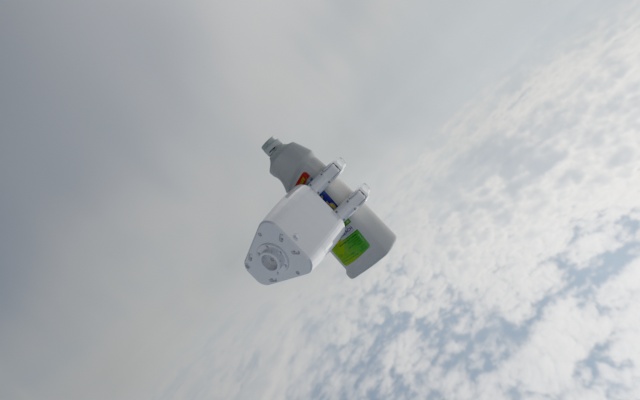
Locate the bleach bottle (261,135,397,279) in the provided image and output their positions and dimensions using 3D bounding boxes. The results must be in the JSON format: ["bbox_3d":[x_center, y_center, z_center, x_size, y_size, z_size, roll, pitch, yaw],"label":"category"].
[{"bbox_3d":[0.000,0.002,0.754,0.103,0.251,0.068,-43,3,37],"label":"bleach bottle"}]
